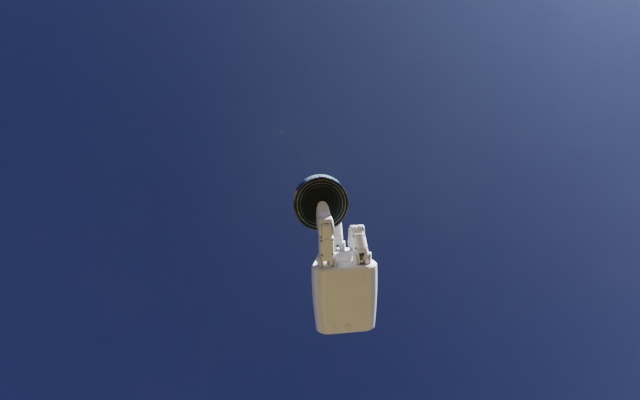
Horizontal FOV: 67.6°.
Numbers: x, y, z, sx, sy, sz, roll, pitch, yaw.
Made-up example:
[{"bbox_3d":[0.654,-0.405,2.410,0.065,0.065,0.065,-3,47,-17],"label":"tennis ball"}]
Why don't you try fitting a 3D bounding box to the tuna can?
[{"bbox_3d":[0.000,0.002,0.748,0.086,0.086,0.033,0,14,-5],"label":"tuna can"}]
